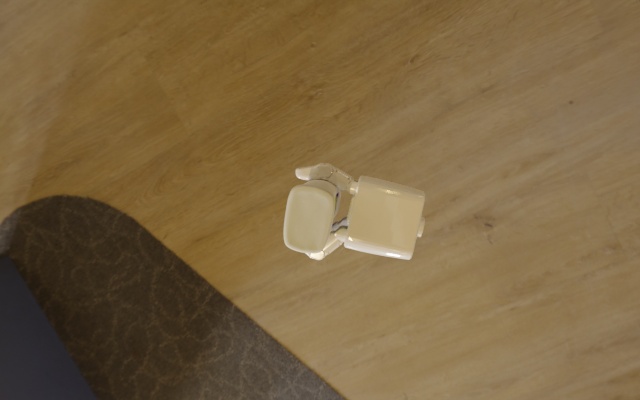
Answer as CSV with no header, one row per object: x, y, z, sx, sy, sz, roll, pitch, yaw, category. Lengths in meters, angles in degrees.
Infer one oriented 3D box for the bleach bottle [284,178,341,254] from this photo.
0.000,0.003,0.786,0.068,0.102,0.250,12,14,6,bleach bottle
